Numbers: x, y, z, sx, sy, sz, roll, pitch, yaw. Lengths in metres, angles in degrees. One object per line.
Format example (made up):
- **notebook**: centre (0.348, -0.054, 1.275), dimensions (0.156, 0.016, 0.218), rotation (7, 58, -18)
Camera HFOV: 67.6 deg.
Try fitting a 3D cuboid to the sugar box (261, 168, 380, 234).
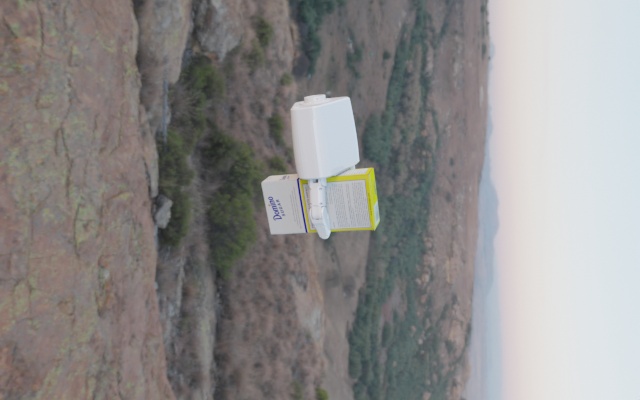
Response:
- **sugar box**: centre (0.000, 0.002, 0.760), dimensions (0.176, 0.093, 0.048), rotation (-2, 18, 19)
